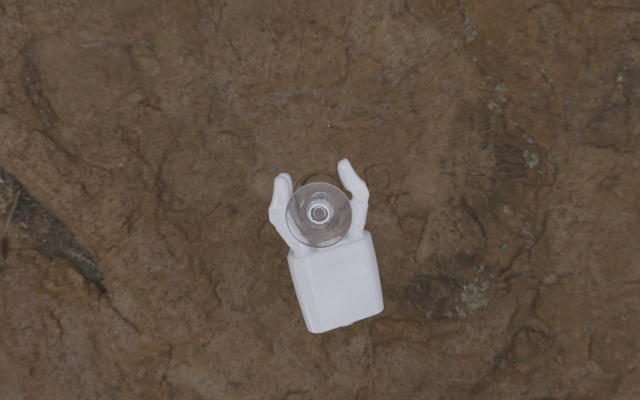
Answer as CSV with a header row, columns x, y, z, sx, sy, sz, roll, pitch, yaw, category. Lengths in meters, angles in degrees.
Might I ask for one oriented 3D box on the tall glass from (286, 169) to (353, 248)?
x,y,z,sx,sy,sz,roll,pitch,yaw,category
0.000,0.002,0.624,0.079,0.079,0.201,0,9,1,tall glass
